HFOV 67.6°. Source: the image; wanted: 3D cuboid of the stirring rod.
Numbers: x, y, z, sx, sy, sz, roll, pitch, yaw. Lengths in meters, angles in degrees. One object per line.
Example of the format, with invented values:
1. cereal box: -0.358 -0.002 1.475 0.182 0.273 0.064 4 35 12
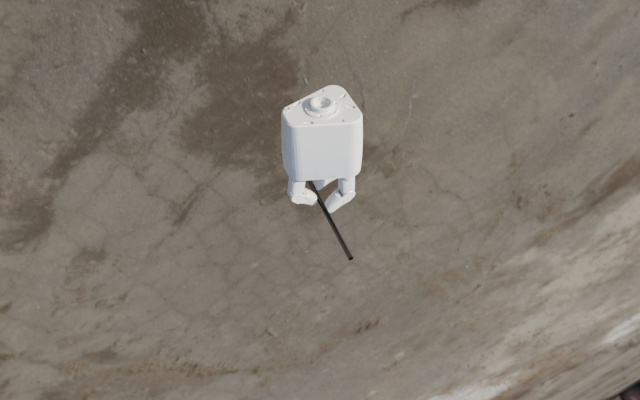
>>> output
1. stirring rod: 0.000 0.002 0.787 0.011 0.239 0.011 -17 -38 -14
